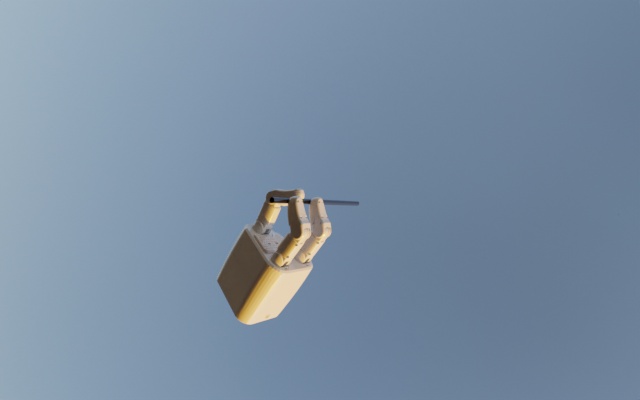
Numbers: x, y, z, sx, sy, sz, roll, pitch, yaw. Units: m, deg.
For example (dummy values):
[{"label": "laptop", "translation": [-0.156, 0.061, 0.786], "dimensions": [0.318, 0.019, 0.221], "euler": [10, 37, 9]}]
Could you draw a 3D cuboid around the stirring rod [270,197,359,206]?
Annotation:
[{"label": "stirring rod", "translation": [0.000, 0.002, 0.726], "dimensions": [0.011, 0.011, 0.239], "euler": [0, -1, 32]}]
